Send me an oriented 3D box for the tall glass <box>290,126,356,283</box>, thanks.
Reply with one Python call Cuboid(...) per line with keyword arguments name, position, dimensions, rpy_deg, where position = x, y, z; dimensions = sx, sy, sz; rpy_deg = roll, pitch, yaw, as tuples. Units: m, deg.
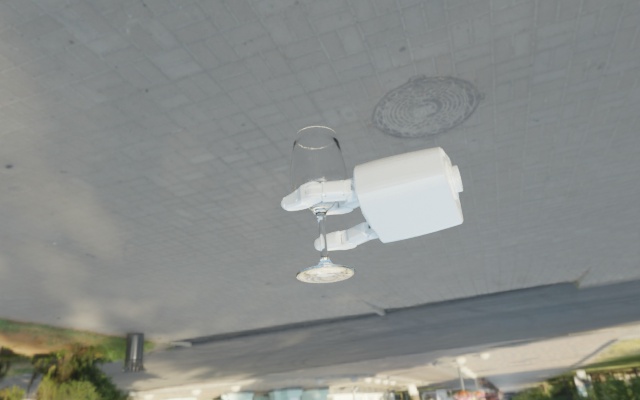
Cuboid(name="tall glass", position=(0.000, 0.003, 0.635), dimensions=(0.079, 0.201, 0.079), rpy_deg=(-4, -24, -2))
